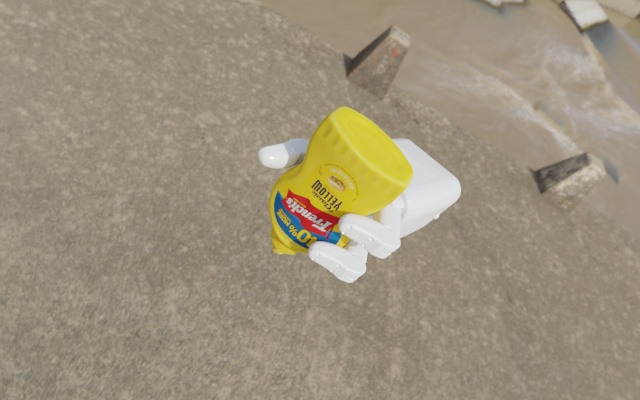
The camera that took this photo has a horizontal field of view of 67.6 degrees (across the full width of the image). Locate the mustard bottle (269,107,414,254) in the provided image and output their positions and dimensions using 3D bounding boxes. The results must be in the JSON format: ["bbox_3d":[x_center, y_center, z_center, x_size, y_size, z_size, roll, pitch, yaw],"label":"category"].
[{"bbox_3d":[0.000,0.002,0.484,0.192,0.096,0.058,-47,0,42],"label":"mustard bottle"}]
